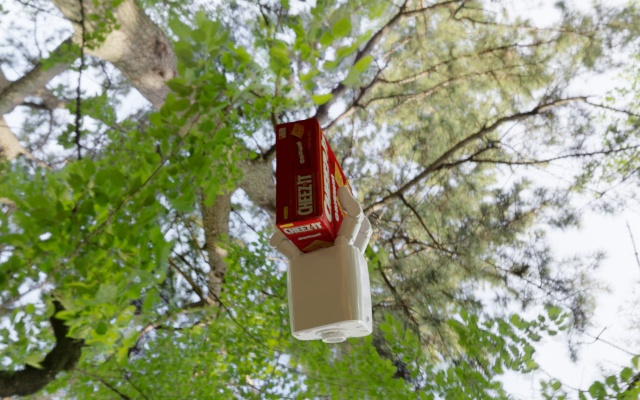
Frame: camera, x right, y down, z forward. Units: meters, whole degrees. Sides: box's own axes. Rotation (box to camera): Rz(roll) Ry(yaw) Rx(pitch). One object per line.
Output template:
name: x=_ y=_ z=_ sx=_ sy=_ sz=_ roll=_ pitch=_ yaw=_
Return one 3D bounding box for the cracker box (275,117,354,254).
cracker box: x=0.000 y=0.003 z=0.731 sx=0.072 sy=0.164 sz=0.214 roll=-11 pitch=-29 yaw=13
